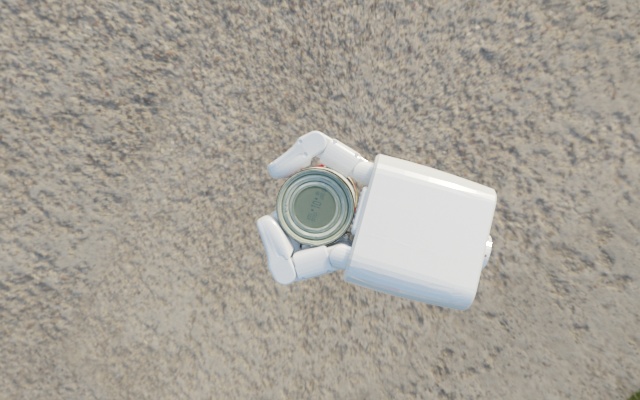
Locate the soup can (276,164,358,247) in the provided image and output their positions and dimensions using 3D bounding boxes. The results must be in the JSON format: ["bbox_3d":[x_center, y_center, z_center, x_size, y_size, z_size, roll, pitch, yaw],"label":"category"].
[{"bbox_3d":[0.000,0.001,0.442,0.068,0.068,0.102,0,6,5],"label":"soup can"}]
